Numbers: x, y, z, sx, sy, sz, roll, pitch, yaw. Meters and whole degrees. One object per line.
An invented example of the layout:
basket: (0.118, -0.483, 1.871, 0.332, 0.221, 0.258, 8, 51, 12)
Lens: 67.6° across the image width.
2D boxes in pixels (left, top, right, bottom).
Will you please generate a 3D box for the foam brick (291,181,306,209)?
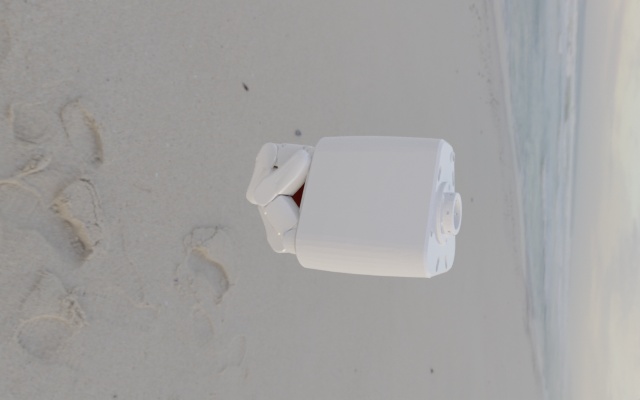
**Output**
foam brick: (0.000, 0.001, 0.471, 0.051, 0.053, 0.078, 2, -2, 28)
